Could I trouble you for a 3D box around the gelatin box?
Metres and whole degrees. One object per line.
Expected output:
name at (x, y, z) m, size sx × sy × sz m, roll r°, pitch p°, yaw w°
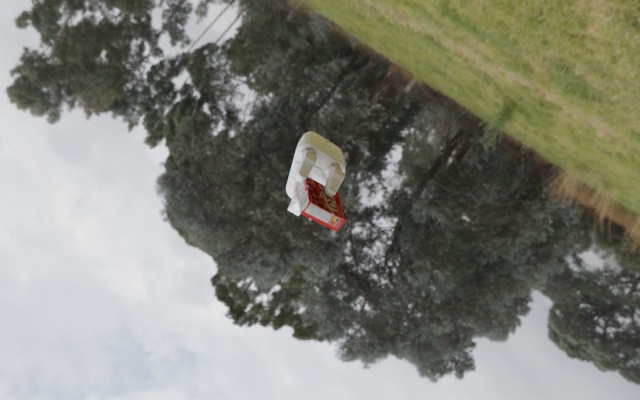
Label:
gelatin box at (0.000, 0.003, 0.784) m, size 0.073 × 0.030 × 0.089 m, roll 28°, pitch 24°, yaw -23°
